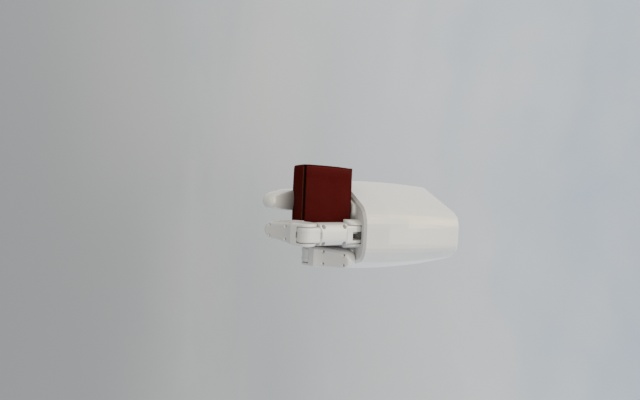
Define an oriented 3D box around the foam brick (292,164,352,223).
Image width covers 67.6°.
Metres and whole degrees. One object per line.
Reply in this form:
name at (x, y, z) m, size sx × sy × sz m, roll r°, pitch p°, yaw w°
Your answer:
foam brick at (0.000, 0.001, 0.501) m, size 0.051 × 0.078 × 0.053 m, roll 1°, pitch 5°, yaw -14°
